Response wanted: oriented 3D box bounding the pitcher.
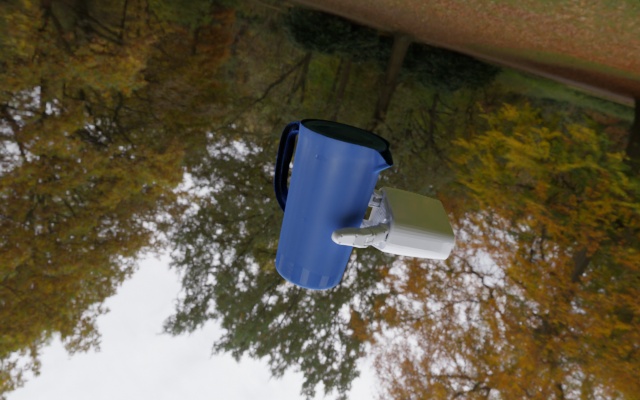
[{"bbox_3d":[0.000,0.002,0.723,0.145,0.243,0.149,10,20,-14],"label":"pitcher"}]
